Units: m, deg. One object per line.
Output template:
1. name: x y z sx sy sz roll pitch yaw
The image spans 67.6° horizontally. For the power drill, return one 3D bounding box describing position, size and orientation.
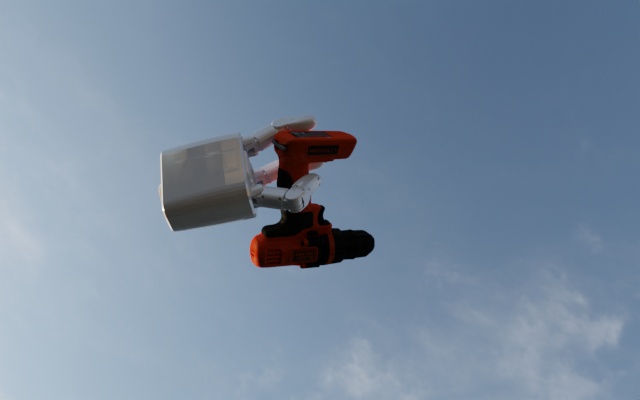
1. power drill: 0.000 0.002 0.645 0.184 0.188 0.057 -3 19 -25
